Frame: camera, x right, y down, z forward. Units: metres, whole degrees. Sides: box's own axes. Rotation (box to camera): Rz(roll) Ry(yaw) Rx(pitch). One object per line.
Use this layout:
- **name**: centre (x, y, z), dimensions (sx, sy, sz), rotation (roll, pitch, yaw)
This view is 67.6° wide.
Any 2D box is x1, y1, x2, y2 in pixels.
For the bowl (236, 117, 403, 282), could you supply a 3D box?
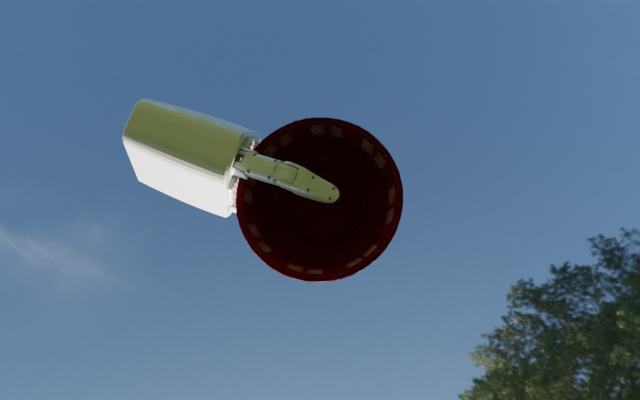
- **bowl**: centre (0.001, 0.002, 0.480), dimensions (0.162, 0.162, 0.055), rotation (0, -12, 5)
